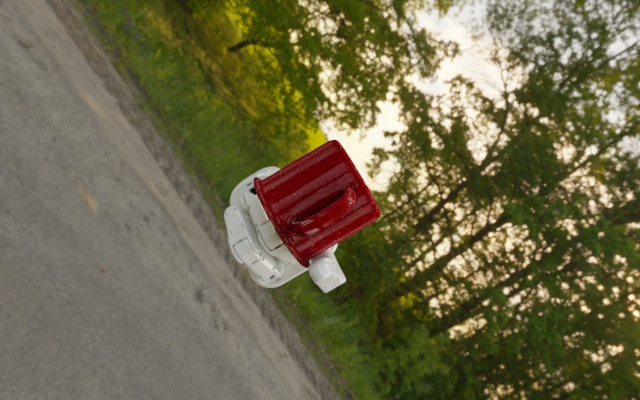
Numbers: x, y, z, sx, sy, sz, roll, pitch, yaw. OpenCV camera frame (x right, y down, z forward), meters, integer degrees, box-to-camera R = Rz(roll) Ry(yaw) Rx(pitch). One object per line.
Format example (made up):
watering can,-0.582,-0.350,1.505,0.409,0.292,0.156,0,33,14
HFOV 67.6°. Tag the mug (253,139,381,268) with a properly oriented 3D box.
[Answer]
mug,0.000,0.001,0.408,0.081,0.093,0.117,-31,9,3
